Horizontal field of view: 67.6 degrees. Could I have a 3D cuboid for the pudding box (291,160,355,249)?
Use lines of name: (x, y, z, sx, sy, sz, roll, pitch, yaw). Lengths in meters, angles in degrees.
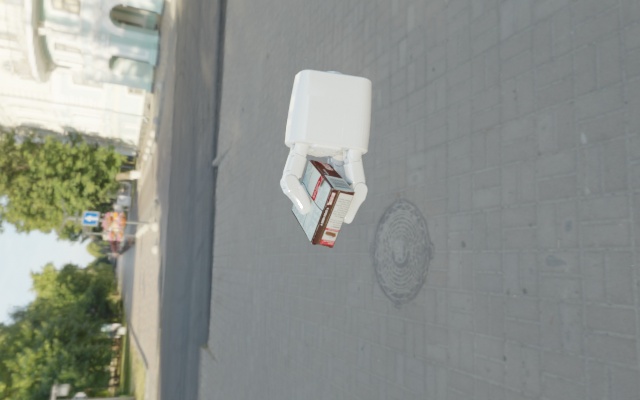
pudding box: (0.000, 0.002, 0.692, 0.039, 0.090, 0.113, 12, 20, -22)
